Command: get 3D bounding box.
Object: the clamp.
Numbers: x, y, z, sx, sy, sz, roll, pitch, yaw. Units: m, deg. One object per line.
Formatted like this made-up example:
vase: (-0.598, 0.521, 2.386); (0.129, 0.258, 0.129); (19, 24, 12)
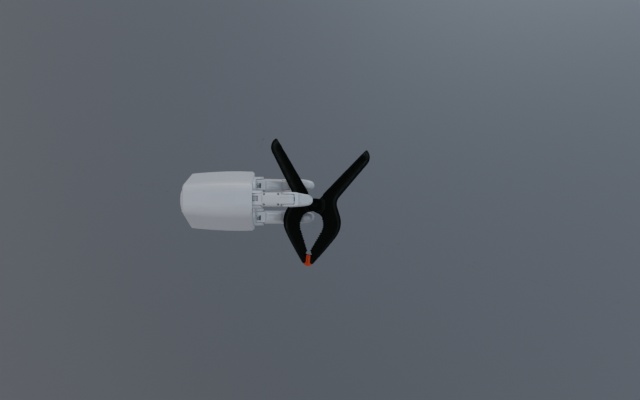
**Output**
clamp: (0.000, 0.003, 0.790); (0.164, 0.210, 0.036); (0, -2, -2)
